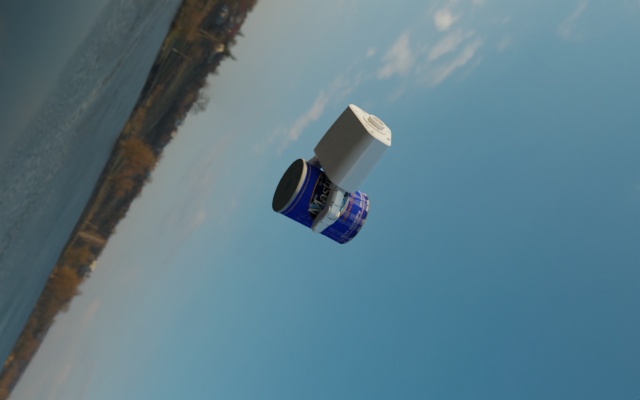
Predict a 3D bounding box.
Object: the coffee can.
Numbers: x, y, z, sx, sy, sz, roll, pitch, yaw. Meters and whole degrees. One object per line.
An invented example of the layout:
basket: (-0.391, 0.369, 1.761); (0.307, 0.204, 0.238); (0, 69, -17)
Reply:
coffee can: (0.000, 0.003, 0.846); (0.140, 0.103, 0.103); (28, -11, -22)
